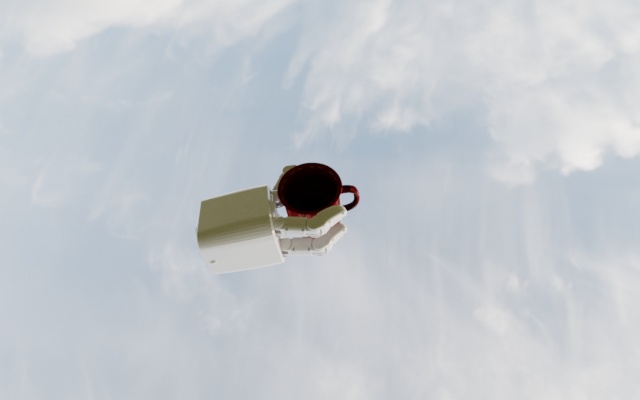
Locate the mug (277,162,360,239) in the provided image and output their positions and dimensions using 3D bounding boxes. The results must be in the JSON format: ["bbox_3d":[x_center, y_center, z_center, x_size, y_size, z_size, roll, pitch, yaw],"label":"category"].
[{"bbox_3d":[0.002,0.002,0.711,0.117,0.093,0.082,-10,-36,0],"label":"mug"}]
